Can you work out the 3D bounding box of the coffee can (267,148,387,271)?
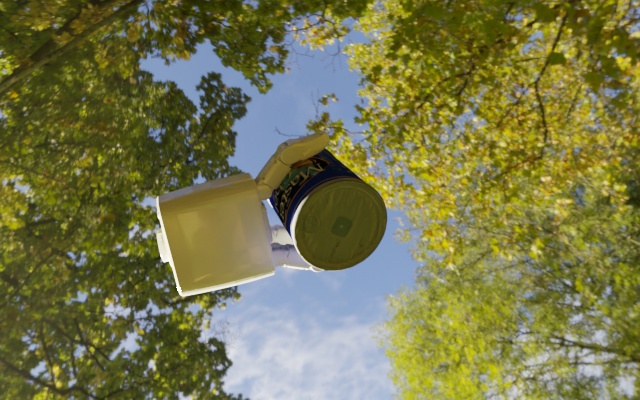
[{"bbox_3d":[0.000,0.002,0.546,0.103,0.103,0.140,0,22,-20],"label":"coffee can"}]
